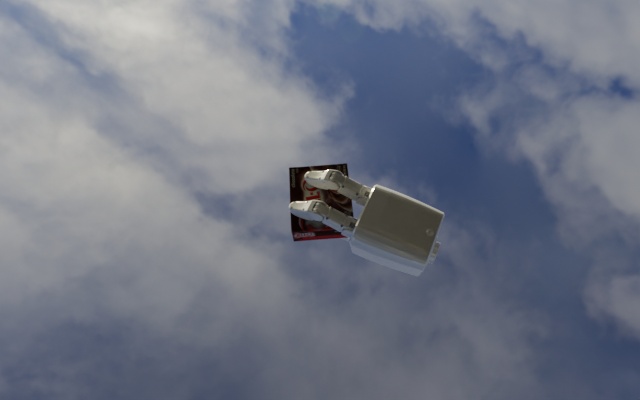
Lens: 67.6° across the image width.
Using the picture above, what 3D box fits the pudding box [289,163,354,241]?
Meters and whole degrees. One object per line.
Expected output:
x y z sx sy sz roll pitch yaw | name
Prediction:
0.000 0.002 0.709 0.090 0.113 0.039 -4 -31 -1 | pudding box
